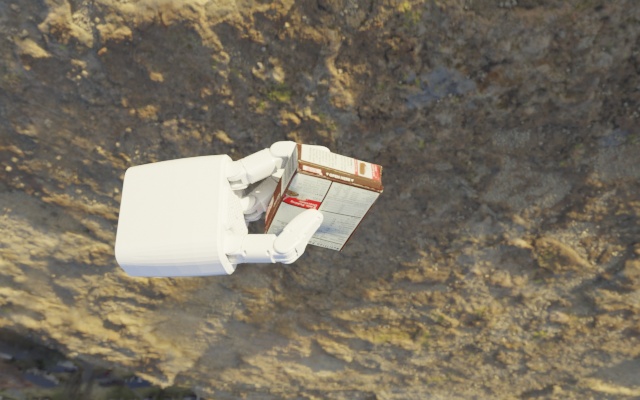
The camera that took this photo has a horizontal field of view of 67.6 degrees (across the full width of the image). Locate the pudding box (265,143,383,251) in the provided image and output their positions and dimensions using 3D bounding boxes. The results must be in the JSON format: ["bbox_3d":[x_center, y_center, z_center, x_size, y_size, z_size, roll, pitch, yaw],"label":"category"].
[{"bbox_3d":[0.000,0.002,0.487,0.090,0.039,0.114,13,-40,-16],"label":"pudding box"}]
